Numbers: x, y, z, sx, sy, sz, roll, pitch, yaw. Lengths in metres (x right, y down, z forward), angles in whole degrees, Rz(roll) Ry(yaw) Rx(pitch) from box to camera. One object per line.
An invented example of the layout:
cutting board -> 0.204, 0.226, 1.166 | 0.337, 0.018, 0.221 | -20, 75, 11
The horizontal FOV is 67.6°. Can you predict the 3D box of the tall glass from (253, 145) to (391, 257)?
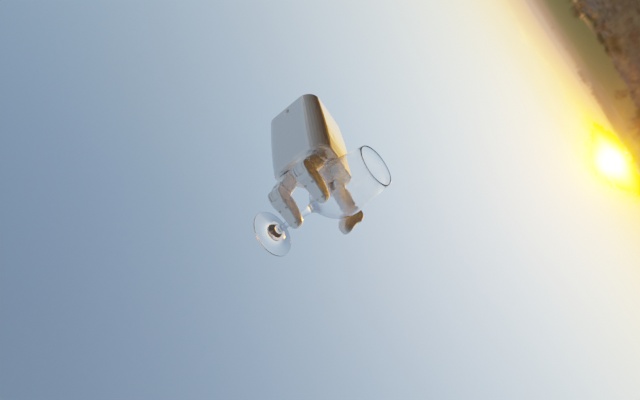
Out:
tall glass -> 0.000, 0.003, 0.664 | 0.201, 0.079, 0.079 | -33, -18, 30
